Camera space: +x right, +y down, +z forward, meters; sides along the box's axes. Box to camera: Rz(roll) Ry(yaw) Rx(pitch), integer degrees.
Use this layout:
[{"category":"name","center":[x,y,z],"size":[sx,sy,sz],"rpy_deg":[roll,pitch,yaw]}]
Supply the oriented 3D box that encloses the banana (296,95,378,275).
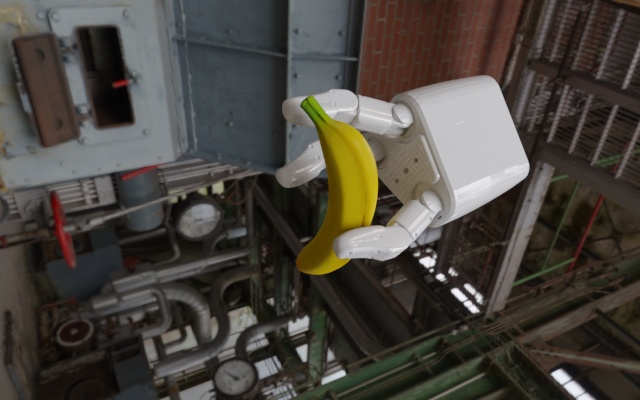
[{"category":"banana","center":[0.012,0.009,0.399],"size":[0.037,0.198,0.069],"rpy_deg":[-28,53,-31]}]
